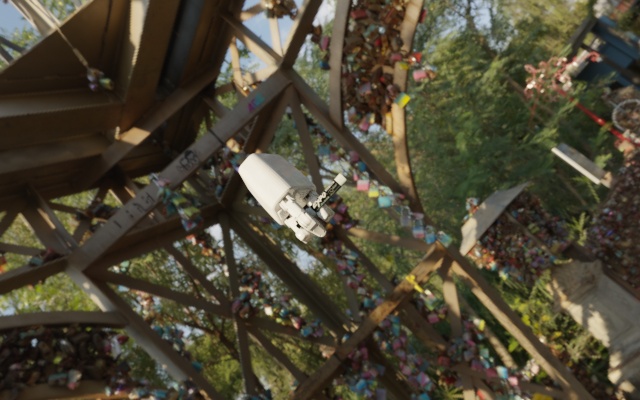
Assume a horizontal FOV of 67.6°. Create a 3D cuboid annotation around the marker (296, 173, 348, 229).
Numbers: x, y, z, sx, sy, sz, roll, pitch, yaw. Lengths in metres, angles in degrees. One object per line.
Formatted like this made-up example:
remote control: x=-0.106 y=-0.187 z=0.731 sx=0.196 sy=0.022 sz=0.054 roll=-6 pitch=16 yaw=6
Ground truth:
marker: x=0.000 y=0.003 z=0.836 sx=0.020 sy=0.121 sz=0.020 roll=42 pitch=3 yaw=-3
